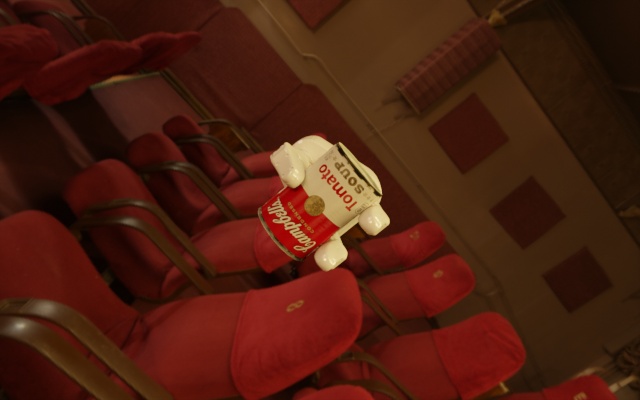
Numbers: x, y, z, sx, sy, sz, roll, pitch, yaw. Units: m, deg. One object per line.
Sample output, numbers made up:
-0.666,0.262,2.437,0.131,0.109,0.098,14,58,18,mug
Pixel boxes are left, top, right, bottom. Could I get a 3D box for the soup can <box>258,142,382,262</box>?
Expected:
0.000,0.001,0.460,0.102,0.068,0.068,-40,-9,10,soup can
